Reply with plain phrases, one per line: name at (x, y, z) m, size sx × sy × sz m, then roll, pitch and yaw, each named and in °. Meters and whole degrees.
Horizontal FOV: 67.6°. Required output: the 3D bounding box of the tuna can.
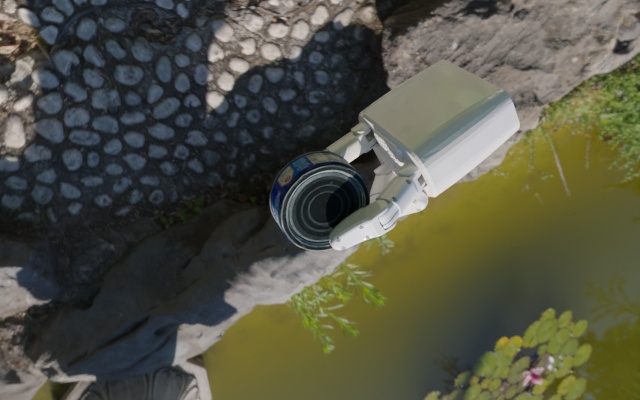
tuna can at (0.000, 0.002, 0.423) m, size 0.086 × 0.086 × 0.033 m, roll 0°, pitch 24°, yaw -22°
